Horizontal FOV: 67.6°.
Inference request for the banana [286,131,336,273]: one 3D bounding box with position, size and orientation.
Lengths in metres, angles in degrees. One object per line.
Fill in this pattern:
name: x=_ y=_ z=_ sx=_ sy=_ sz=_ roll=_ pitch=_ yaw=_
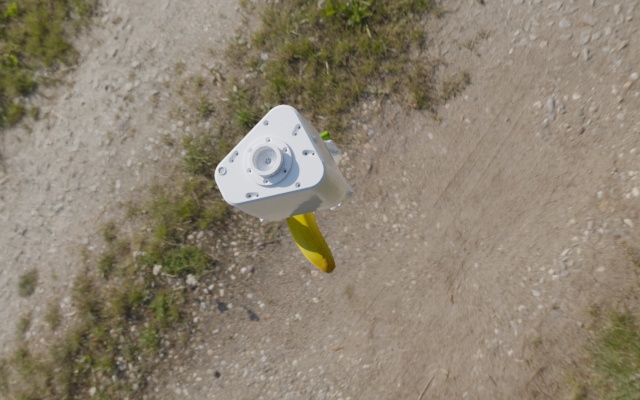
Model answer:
banana: x=-0.019 y=0.000 z=0.645 sx=0.069 sy=0.197 sz=0.037 roll=-3 pitch=-10 yaw=7
